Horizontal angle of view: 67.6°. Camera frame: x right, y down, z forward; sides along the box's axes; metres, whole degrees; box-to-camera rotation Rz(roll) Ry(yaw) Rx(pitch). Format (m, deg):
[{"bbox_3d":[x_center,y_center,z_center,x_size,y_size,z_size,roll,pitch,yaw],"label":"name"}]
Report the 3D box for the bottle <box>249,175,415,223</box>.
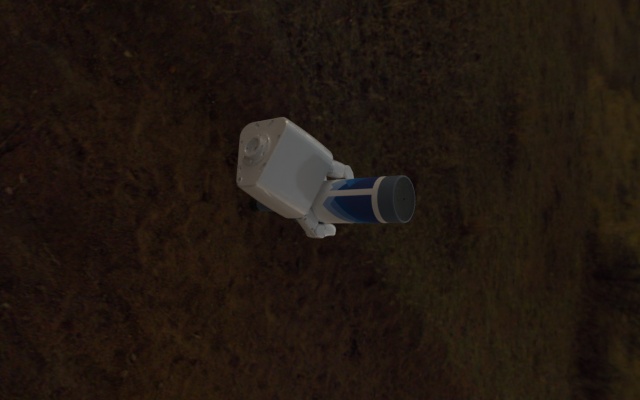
[{"bbox_3d":[0.000,0.003,0.751,0.296,0.069,0.069,-2,-1,38],"label":"bottle"}]
